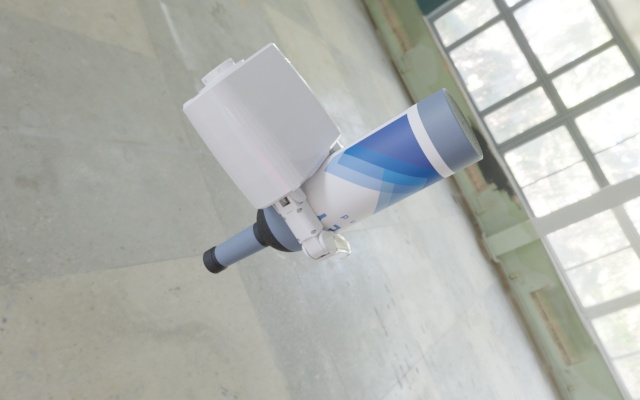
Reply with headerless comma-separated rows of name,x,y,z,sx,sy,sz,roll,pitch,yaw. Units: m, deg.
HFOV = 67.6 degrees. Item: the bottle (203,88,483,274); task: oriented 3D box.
bottle,0.000,0.001,0.451,0.296,0.069,0.069,-29,-13,25
